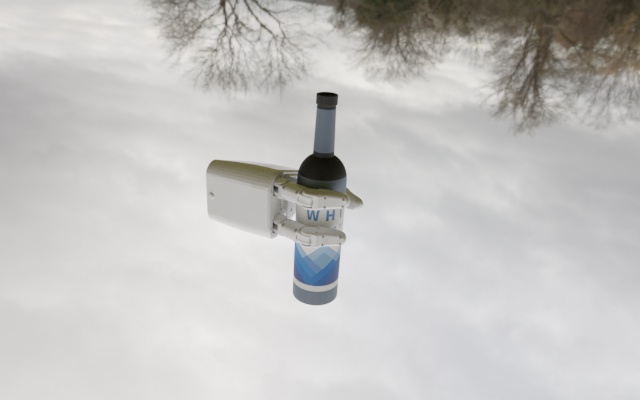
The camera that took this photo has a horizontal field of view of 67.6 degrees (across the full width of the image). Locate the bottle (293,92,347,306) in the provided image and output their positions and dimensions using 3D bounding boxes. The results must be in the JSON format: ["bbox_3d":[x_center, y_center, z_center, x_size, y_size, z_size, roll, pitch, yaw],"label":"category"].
[{"bbox_3d":[0.000,0.002,0.652,0.069,0.296,0.069,3,23,-1],"label":"bottle"}]
